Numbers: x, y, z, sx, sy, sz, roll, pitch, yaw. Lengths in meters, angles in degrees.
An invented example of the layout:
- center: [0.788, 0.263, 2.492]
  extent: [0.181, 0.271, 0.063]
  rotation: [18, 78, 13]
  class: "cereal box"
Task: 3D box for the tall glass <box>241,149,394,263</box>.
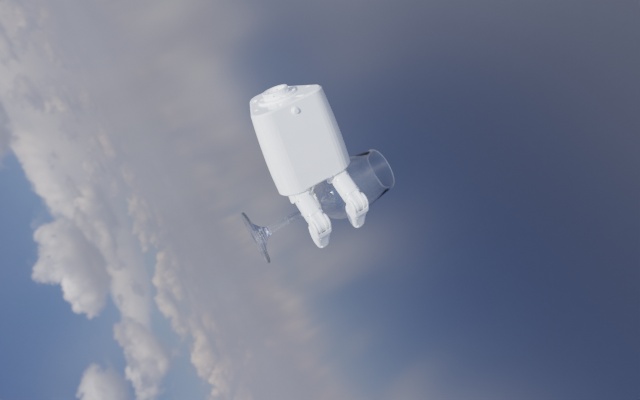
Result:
- center: [0.000, 0.003, 0.639]
  extent: [0.201, 0.079, 0.079]
  rotation: [-28, 8, -15]
  class: "tall glass"
